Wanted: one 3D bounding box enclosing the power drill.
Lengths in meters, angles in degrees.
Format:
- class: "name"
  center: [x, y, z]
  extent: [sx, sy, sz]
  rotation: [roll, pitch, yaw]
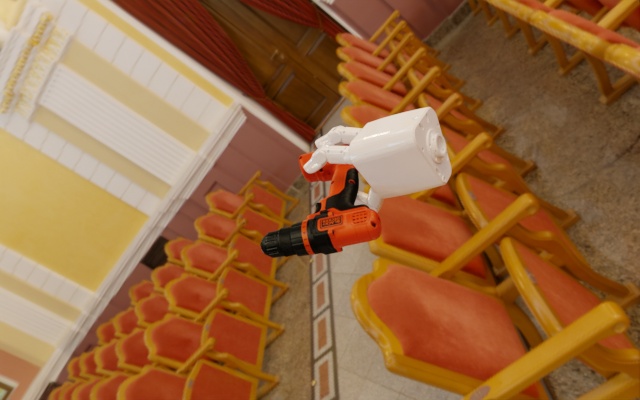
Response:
- class: "power drill"
  center: [0.000, 0.002, 0.746]
  extent: [0.184, 0.187, 0.057]
  rotation: [-11, -43, 14]
